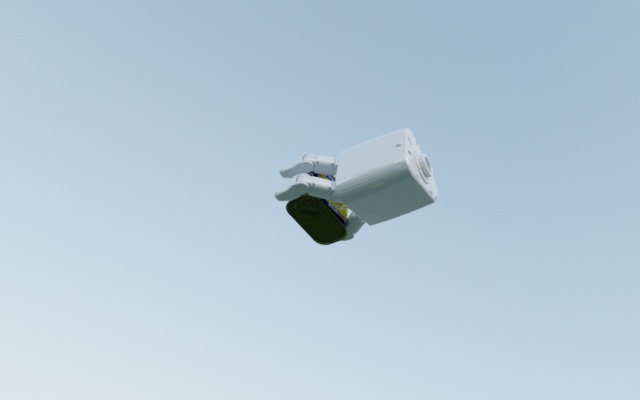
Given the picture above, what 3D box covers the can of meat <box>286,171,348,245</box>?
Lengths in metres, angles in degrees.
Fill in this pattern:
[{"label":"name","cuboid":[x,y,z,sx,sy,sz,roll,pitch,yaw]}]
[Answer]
[{"label":"can of meat","cuboid":[0.000,0.002,0.723,0.057,0.084,0.102,-23,-55,28]}]
